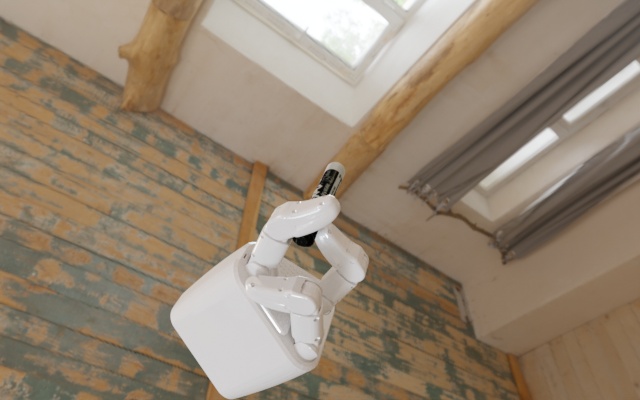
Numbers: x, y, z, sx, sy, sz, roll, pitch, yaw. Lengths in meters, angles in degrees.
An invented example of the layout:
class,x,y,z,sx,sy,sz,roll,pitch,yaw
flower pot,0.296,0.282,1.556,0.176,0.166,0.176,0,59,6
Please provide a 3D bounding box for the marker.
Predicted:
class,x,y,z,sx,sy,sz,roll,pitch,yaw
marker,0.000,0.001,0.418,0.020,0.020,0.121,0,31,17
